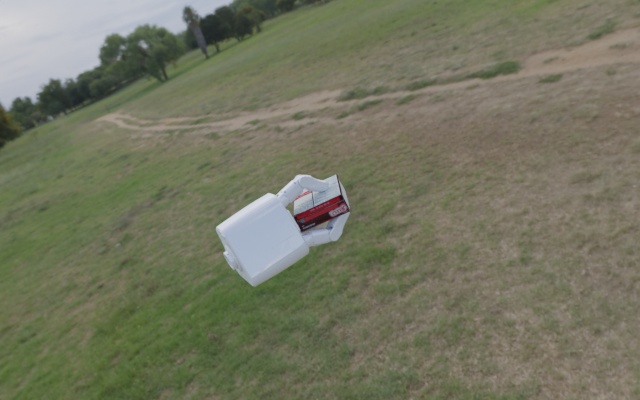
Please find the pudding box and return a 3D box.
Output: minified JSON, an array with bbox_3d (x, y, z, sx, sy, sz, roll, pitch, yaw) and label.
[{"bbox_3d":[0.000,0.003,0.822,0.090,0.039,0.113,-23,22,7],"label":"pudding box"}]
